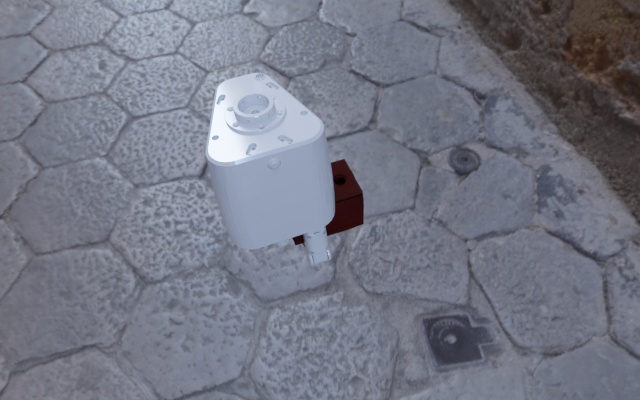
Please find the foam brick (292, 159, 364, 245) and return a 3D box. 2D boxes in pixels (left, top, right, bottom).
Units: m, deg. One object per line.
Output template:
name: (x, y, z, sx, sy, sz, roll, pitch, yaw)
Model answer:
foam brick: (0.000, 0.001, 0.486, 0.078, 0.053, 0.051, -17, -40, -9)
